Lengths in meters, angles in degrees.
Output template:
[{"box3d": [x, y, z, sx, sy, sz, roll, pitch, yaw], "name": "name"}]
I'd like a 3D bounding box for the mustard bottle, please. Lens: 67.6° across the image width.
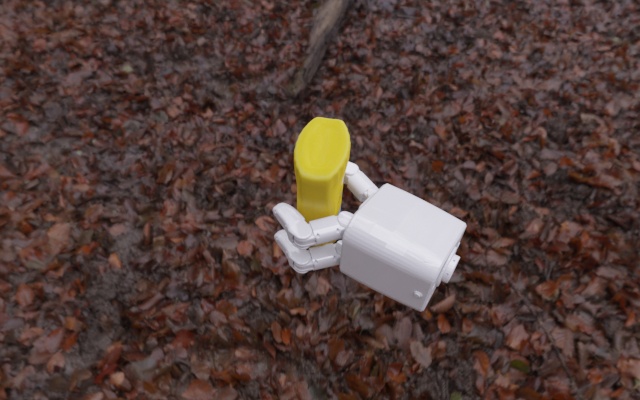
[{"box3d": [0.000, 0.002, 0.569, 0.058, 0.096, 0.192, 7, -39, 4], "name": "mustard bottle"}]
